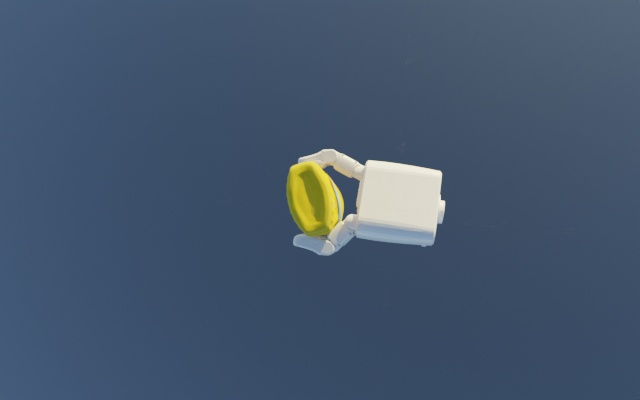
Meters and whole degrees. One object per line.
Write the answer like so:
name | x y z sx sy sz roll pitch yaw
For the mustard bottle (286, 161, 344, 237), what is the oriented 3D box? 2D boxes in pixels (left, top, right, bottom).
mustard bottle | 0.000 0.002 0.699 0.058 0.096 0.191 -16 -6 8
